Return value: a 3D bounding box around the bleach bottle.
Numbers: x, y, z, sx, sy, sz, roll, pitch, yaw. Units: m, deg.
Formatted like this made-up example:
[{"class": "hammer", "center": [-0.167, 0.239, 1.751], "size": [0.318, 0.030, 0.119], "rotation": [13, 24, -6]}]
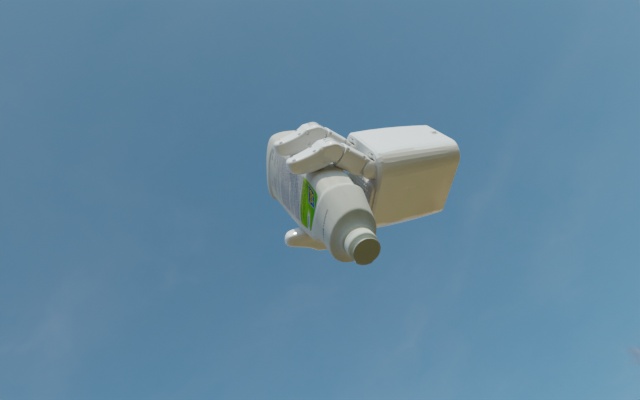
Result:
[{"class": "bleach bottle", "center": [0.000, 0.002, 0.544], "size": [0.068, 0.103, 0.250], "rotation": [-9, 28, -18]}]
